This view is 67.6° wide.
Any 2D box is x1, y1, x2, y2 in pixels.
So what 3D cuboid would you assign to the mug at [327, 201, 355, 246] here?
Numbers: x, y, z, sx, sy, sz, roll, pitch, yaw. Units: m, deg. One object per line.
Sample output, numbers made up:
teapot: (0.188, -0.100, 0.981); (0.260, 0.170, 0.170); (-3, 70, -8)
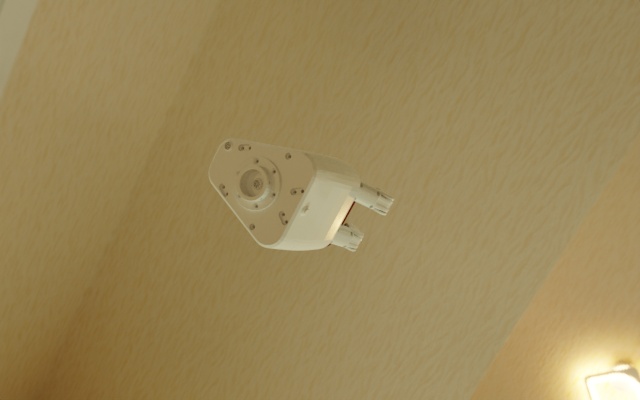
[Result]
mug: (0.001, 0.002, 0.578); (0.093, 0.081, 0.117); (32, 9, 23)
